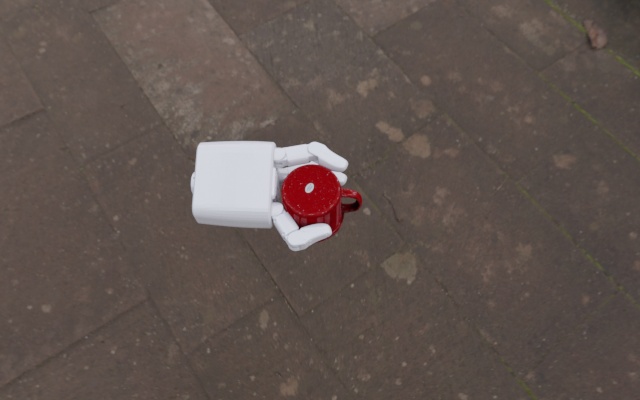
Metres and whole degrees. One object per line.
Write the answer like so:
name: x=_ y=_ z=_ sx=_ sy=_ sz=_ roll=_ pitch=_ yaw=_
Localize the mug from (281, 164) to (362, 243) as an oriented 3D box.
mug: x=0.002 y=0.002 z=0.670 sx=0.117 sy=0.093 sz=0.081 roll=1 pitch=-26 yaw=1
